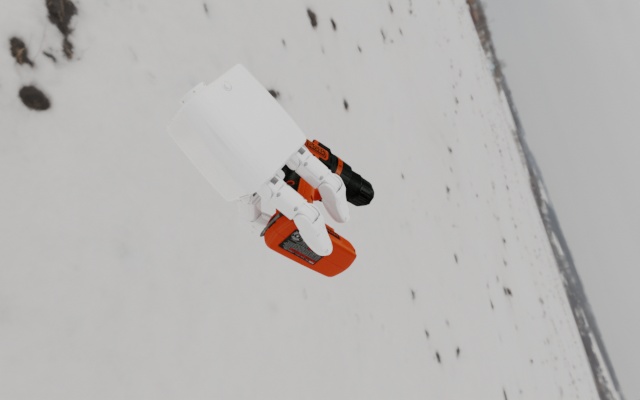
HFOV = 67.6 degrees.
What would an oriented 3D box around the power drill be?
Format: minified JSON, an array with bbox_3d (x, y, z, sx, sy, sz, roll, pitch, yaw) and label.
[{"bbox_3d":[0.000,0.002,0.600,0.184,0.187,0.057,28,-56,-24],"label":"power drill"}]
